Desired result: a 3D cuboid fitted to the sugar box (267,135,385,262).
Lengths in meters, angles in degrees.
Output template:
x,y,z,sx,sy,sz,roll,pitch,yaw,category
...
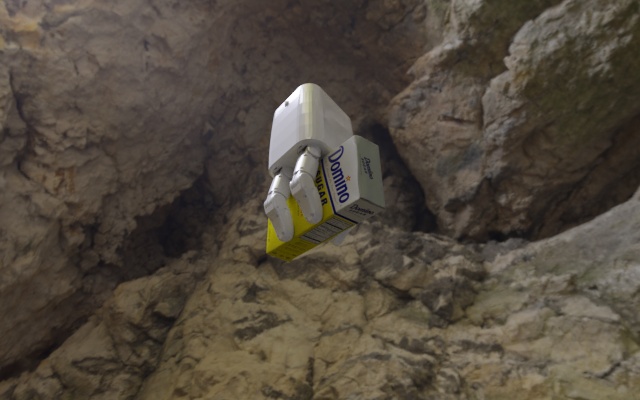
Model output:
x,y,z,sx,sy,sz,roll,pitch,yaw,category
0.000,0.002,0.595,0.048,0.093,0.176,22,-40,-32,sugar box
